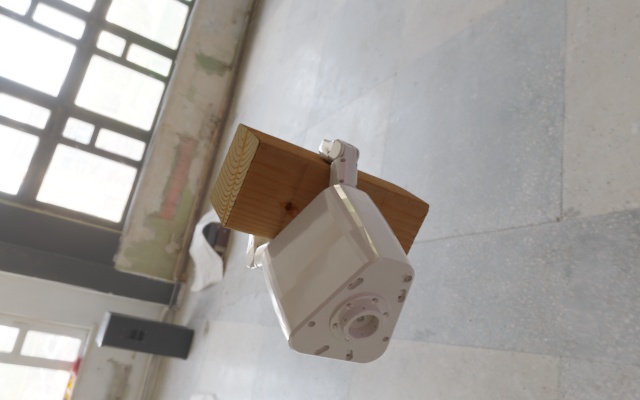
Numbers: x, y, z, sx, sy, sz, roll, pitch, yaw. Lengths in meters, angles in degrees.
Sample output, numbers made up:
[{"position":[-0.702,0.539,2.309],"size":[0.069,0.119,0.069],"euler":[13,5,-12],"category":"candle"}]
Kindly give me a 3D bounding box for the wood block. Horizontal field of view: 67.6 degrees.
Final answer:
[{"position":[0.000,0.001,0.514],"size":[0.206,0.091,0.090],"euler":[19,11,-27],"category":"wood block"}]
